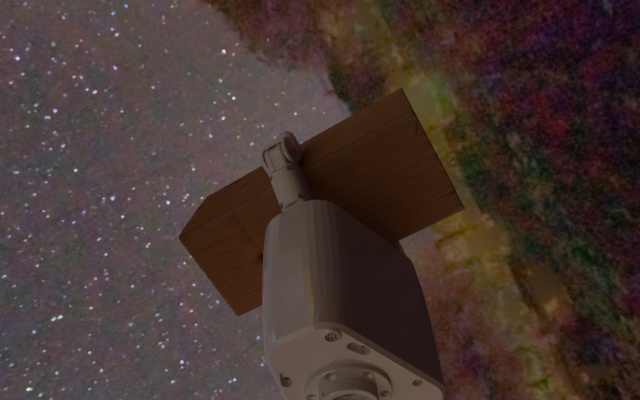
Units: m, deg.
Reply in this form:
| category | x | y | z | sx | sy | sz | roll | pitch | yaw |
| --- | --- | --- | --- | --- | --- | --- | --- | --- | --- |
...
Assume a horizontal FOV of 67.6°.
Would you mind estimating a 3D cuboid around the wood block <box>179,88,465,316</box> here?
| category | x | y | z | sx | sy | sz | roll | pitch | yaw |
| --- | --- | --- | --- | --- | --- | --- | --- | --- | --- |
| wood block | 0.000 | 0.001 | 0.404 | 0.206 | 0.091 | 0.090 | -27 | 18 | 14 |
